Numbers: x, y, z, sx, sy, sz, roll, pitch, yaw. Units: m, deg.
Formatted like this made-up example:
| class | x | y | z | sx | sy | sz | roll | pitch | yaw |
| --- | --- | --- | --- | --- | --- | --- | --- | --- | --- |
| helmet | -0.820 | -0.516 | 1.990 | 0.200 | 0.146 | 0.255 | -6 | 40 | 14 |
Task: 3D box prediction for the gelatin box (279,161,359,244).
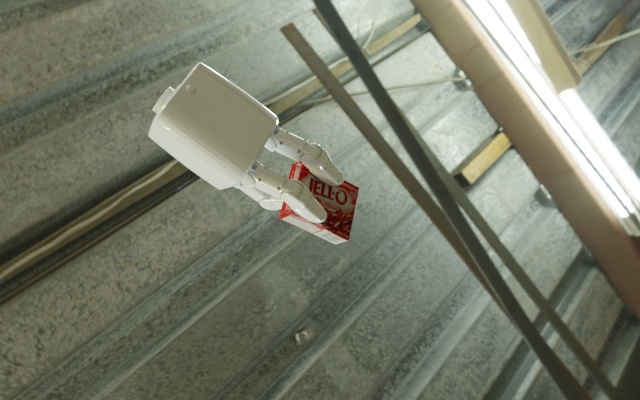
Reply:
| class | x | y | z | sx | sy | sz | roll | pitch | yaw |
| --- | --- | --- | --- | --- | --- | --- | --- | --- | --- |
| gelatin box | 0.000 | 0.002 | 0.570 | 0.089 | 0.073 | 0.030 | 27 | -28 | -29 |
